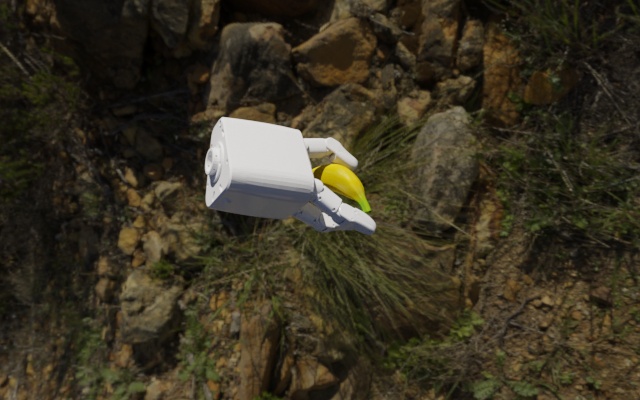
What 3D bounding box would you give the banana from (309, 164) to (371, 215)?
[{"bbox_3d":[0.003,-0.016,0.685,0.037,0.069,0.198,4,-2,-31],"label":"banana"}]
